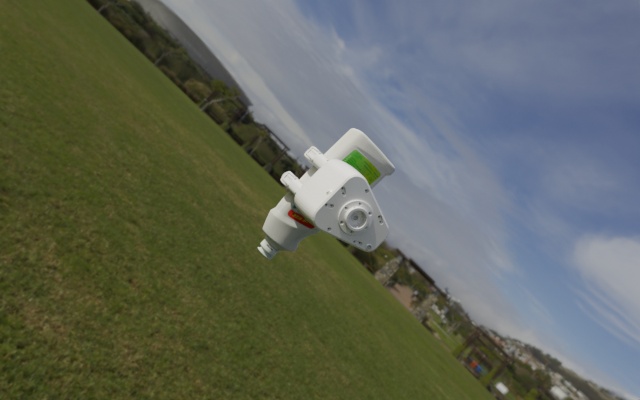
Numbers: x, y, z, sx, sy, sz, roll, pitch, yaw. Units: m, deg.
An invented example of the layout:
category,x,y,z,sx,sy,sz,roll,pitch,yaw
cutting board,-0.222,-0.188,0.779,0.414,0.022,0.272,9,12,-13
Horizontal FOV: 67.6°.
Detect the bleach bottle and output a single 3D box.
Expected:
category,x,y,z,sx,sy,sz,roll,pitch,yaw
bleach bottle,0.000,0.002,0.786,0.102,0.251,0.068,44,0,-21
